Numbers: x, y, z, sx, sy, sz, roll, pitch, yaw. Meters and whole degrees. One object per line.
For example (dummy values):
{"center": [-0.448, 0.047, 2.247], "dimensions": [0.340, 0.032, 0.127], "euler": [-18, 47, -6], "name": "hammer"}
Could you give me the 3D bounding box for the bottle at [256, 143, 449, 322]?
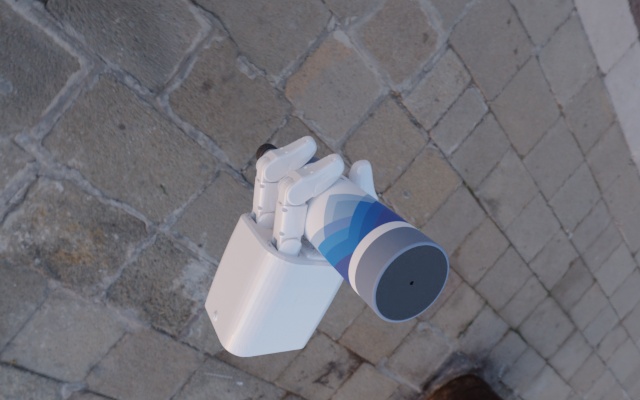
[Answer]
{"center": [0.000, 0.002, 0.456], "dimensions": [0.069, 0.069, 0.295], "euler": [0, 23, -29], "name": "bottle"}
